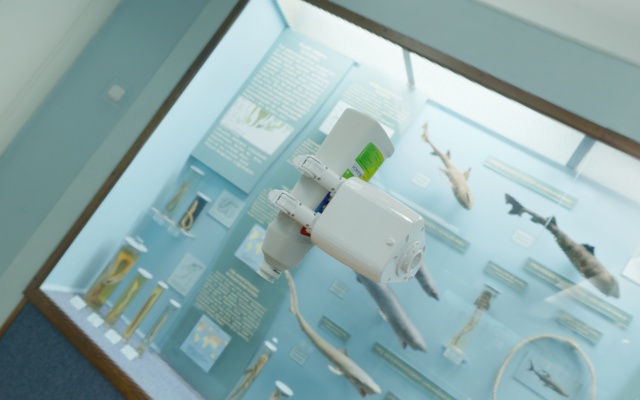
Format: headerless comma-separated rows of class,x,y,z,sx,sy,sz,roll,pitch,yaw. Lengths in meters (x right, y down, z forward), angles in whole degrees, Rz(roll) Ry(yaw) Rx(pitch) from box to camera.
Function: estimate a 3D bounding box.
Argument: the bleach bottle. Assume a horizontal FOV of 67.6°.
bleach bottle,0.000,0.002,0.650,0.068,0.251,0.103,31,-6,31
